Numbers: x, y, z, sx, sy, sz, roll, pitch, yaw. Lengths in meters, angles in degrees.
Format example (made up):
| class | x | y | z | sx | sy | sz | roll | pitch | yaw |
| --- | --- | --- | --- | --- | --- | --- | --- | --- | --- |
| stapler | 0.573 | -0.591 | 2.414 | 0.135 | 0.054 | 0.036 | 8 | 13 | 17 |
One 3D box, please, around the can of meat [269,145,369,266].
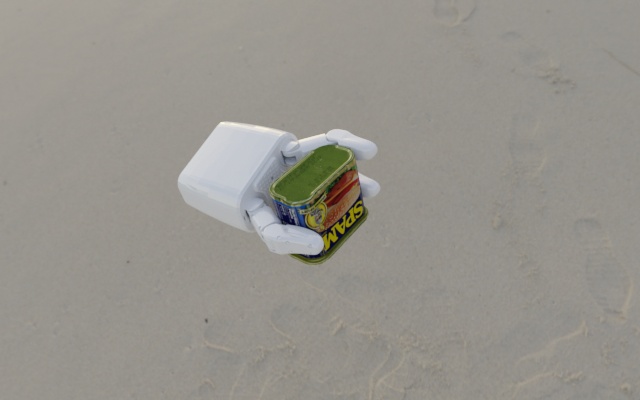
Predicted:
| class | x | y | z | sx | sy | sz | roll | pitch | yaw |
| --- | --- | --- | --- | --- | --- | --- | --- | --- | --- |
| can of meat | 0.000 | 0.001 | 0.498 | 0.057 | 0.084 | 0.102 | 21 | 50 | 36 |
